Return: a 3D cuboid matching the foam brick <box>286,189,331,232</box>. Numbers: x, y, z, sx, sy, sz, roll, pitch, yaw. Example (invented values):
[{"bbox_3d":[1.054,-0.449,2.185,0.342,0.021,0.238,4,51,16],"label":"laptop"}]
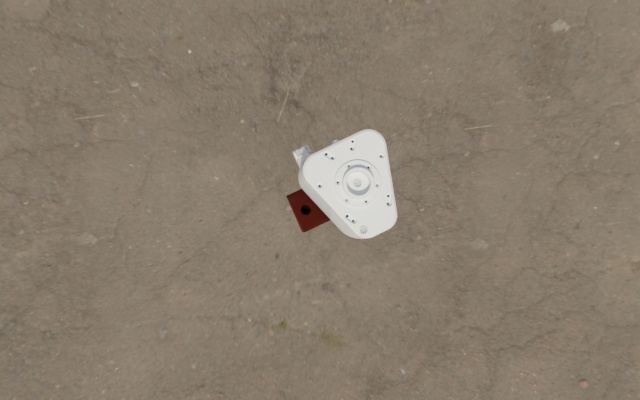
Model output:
[{"bbox_3d":[0.000,0.002,0.623,0.078,0.053,0.051,-26,1,-3],"label":"foam brick"}]
